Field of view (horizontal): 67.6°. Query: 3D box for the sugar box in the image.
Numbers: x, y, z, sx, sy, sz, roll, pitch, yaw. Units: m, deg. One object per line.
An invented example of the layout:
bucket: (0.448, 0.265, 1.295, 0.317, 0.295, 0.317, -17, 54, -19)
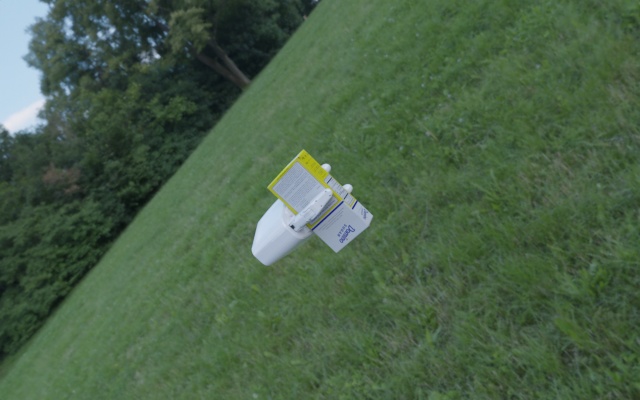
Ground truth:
sugar box: (0.000, 0.003, 0.863, 0.093, 0.176, 0.048, -43, 8, 32)
